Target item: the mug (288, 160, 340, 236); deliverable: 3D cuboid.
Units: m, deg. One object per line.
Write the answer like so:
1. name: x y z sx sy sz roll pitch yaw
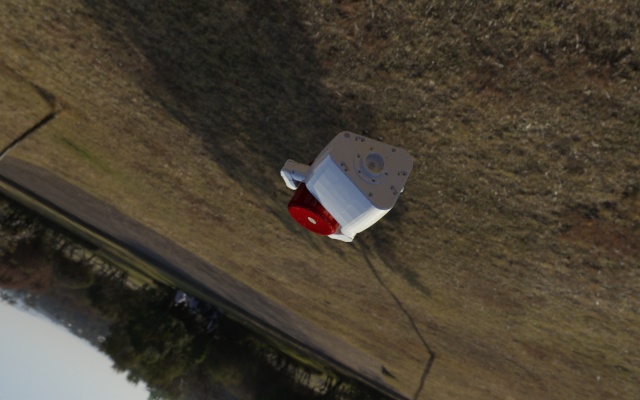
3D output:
1. mug: 0.000 0.003 0.733 0.093 0.081 0.117 33 -24 -4
